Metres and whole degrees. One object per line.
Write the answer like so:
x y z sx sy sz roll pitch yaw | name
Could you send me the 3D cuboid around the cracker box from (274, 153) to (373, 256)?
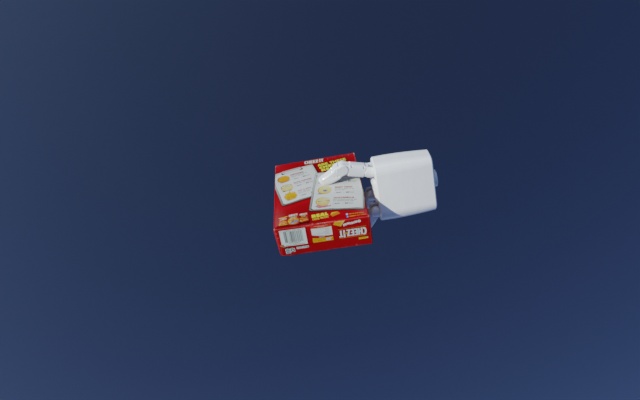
0.000 0.003 0.890 0.164 0.072 0.213 -9 34 2 | cracker box
